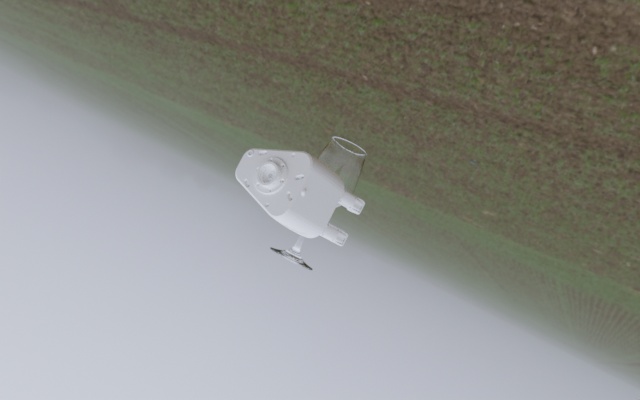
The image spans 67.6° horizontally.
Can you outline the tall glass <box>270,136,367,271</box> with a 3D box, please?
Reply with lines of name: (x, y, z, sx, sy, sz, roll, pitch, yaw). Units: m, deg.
tall glass: (0.000, 0.003, 0.741, 0.079, 0.201, 0.079, 27, -4, 2)
